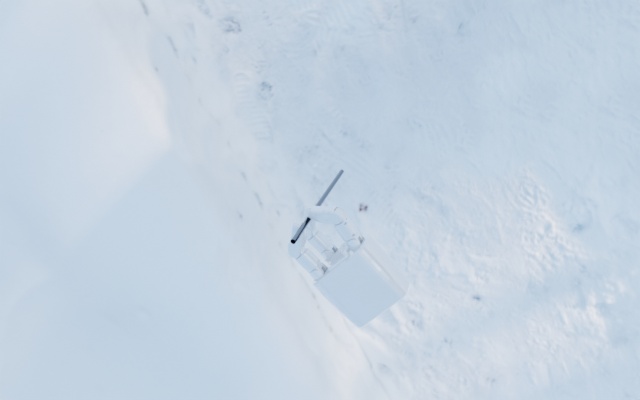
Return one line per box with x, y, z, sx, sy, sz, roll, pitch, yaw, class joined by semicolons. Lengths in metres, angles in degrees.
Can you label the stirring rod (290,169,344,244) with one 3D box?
0.000;0.003;0.774;0.011;0.011;0.239;0;28;22;stirring rod
